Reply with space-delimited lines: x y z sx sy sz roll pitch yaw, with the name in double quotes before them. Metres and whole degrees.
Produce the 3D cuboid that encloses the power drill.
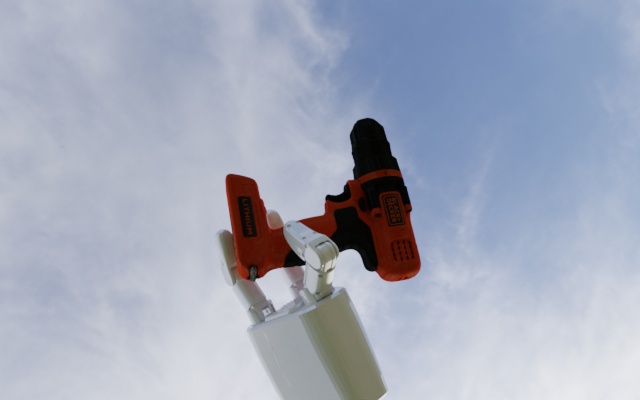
"power drill" 0.000 0.002 0.492 0.187 0.184 0.057 -7 -22 -11
